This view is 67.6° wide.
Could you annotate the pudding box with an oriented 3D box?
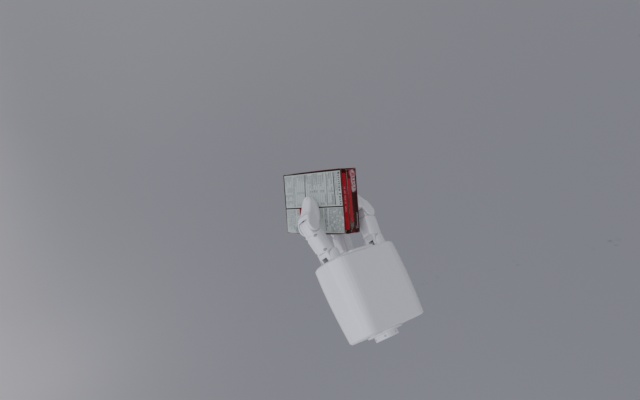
[{"bbox_3d":[0.000,0.002,0.675,0.113,0.090,0.039,-3,1,39],"label":"pudding box"}]
